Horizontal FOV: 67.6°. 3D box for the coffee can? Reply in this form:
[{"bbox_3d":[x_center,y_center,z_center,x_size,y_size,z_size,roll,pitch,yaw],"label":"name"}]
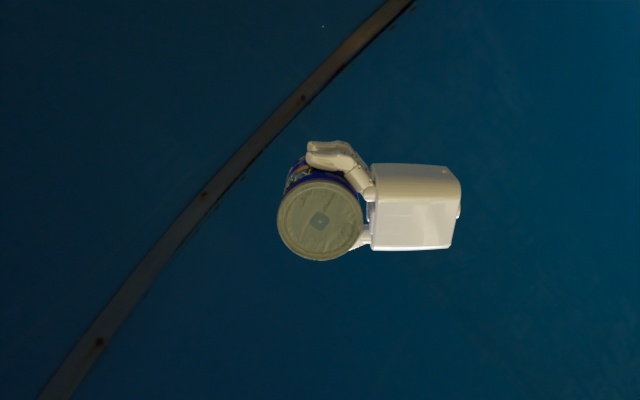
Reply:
[{"bbox_3d":[0.000,0.002,0.631,0.103,0.103,0.140,0,20,1],"label":"coffee can"}]
